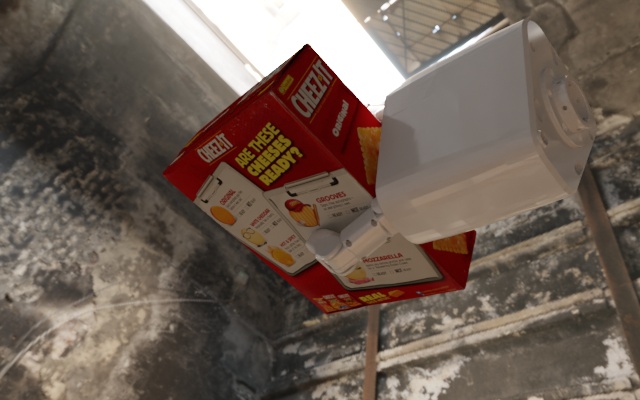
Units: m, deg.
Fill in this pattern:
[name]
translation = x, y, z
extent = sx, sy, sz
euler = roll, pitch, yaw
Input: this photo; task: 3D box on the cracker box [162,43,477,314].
[cracker box]
translation = 0.000, 0.002, 0.404
extent = 0.214, 0.072, 0.164
euler = 44, -41, -21
